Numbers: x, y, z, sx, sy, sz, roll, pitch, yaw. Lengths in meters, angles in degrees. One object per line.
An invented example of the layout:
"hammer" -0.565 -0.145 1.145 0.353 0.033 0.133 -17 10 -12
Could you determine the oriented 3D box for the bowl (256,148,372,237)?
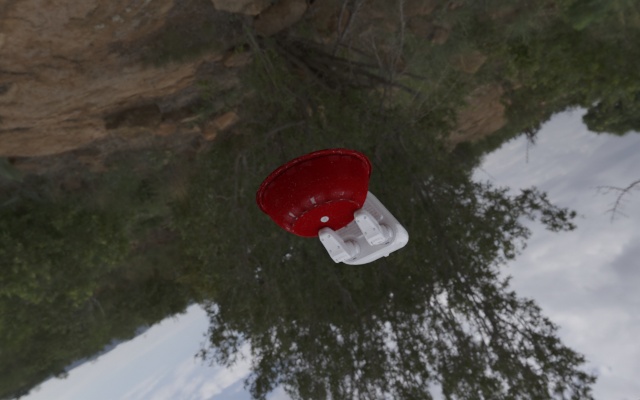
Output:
"bowl" -0.001 0.002 0.626 0.162 0.055 0.162 -15 -28 -8
